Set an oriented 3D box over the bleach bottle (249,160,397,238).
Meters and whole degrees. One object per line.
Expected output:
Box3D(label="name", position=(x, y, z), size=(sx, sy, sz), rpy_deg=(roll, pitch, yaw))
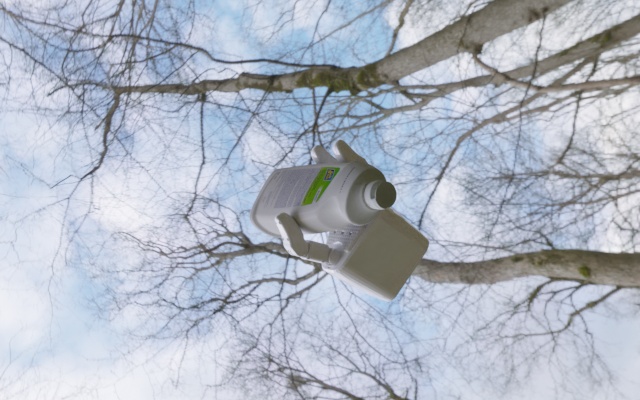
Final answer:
Box3D(label="bleach bottle", position=(0.000, 0.002, 0.599), size=(0.068, 0.102, 0.251), rpy_deg=(32, -16, -27))
